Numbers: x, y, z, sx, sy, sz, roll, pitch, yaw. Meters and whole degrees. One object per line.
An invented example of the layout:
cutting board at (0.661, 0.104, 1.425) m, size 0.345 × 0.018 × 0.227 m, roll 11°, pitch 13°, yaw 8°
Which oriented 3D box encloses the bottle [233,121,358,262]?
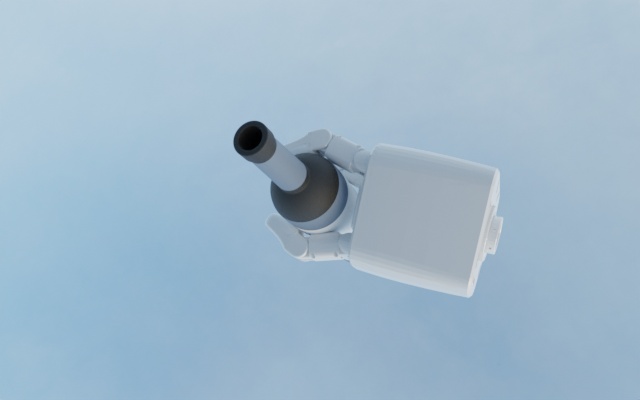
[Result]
bottle at (0.000, 0.002, 0.462) m, size 0.069 × 0.069 × 0.296 m, roll 0°, pitch -18°, yaw 20°
